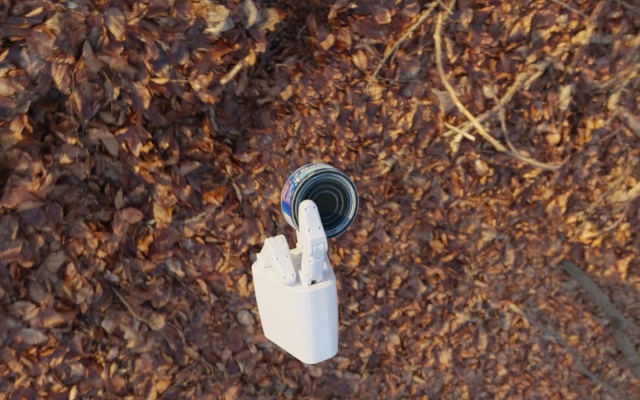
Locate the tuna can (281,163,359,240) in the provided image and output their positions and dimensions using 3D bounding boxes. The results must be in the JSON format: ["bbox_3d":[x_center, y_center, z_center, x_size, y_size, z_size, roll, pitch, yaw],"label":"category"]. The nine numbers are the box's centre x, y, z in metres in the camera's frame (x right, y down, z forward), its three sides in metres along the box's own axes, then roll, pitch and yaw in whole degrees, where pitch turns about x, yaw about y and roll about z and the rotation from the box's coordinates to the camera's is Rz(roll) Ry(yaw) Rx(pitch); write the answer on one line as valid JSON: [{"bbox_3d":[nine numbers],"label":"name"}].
[{"bbox_3d":[0.000,0.002,0.547,0.086,0.086,0.033,0,14,-23],"label":"tuna can"}]
